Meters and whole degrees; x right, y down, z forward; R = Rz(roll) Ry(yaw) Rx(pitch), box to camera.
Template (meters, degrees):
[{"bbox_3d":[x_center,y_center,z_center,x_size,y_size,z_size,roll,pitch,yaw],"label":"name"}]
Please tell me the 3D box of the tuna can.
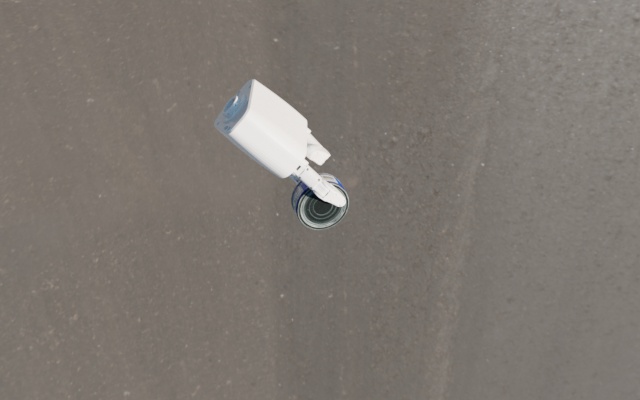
[{"bbox_3d":[0.000,0.003,0.741,0.086,0.086,0.033,0,29,-20],"label":"tuna can"}]
